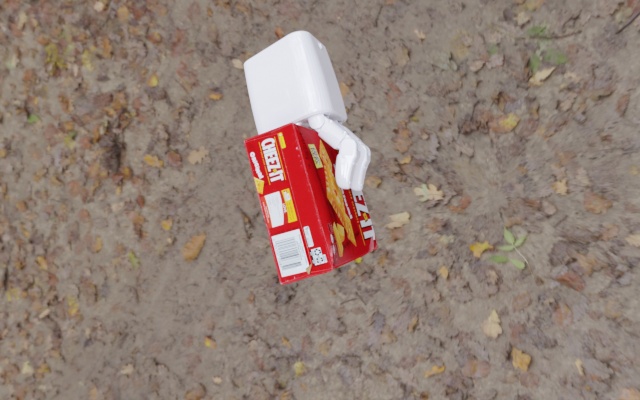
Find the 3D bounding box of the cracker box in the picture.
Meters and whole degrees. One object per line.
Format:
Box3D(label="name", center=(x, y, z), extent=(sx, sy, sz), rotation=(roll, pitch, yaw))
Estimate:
Box3D(label="cracker box", center=(0.000, 0.002, 0.600), extent=(0.072, 0.164, 0.213), rotation=(-17, -5, 19))
